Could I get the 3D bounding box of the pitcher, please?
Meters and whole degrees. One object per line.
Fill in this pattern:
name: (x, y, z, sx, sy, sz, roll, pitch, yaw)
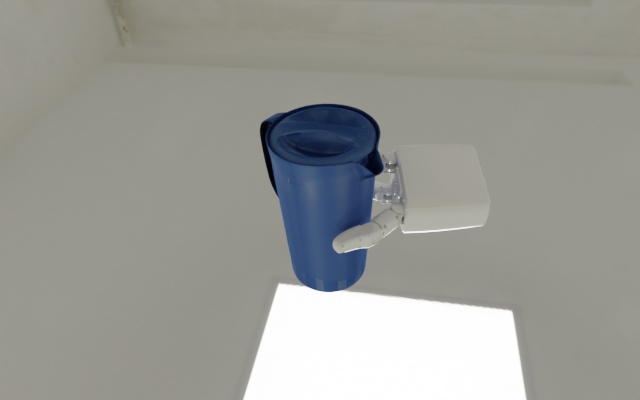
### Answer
pitcher: (0.000, 0.002, 0.632, 0.145, 0.243, 0.149, -5, 41, -2)
